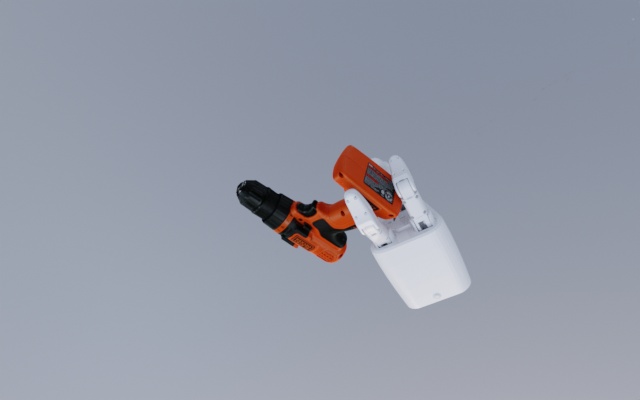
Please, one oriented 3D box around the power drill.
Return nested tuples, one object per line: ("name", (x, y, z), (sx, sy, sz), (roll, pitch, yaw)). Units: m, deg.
("power drill", (0.001, 0.002, 0.635), (0.184, 0.057, 0.188), (34, -40, -22))
